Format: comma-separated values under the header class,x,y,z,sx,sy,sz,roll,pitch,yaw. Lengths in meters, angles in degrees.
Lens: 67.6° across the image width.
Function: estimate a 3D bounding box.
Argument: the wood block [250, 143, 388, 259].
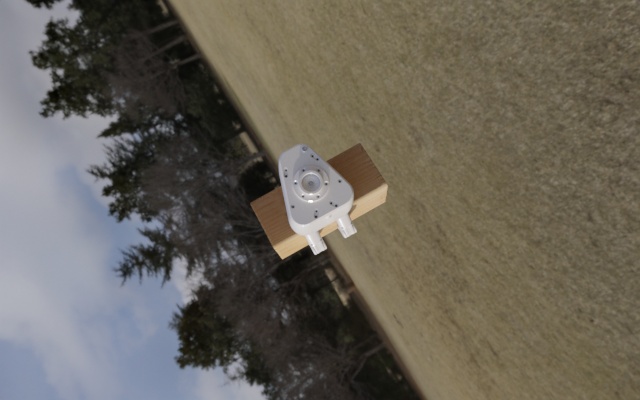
class,x,y,z,sx,sy,sz,roll,pitch,yaw
wood block,0.000,0.002,0.803,0.206,0.090,0.090,-29,-18,-5
